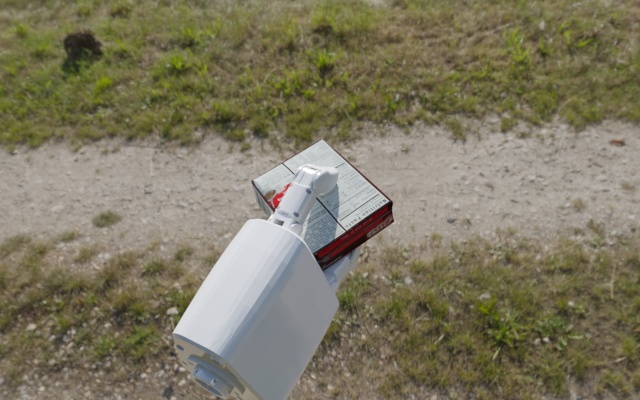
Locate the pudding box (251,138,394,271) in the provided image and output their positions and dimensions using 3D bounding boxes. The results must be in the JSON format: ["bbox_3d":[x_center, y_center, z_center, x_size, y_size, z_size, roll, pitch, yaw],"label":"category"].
[{"bbox_3d":[0.000,0.001,0.450,0.090,0.113,0.039,-32,-35,-16],"label":"pudding box"}]
